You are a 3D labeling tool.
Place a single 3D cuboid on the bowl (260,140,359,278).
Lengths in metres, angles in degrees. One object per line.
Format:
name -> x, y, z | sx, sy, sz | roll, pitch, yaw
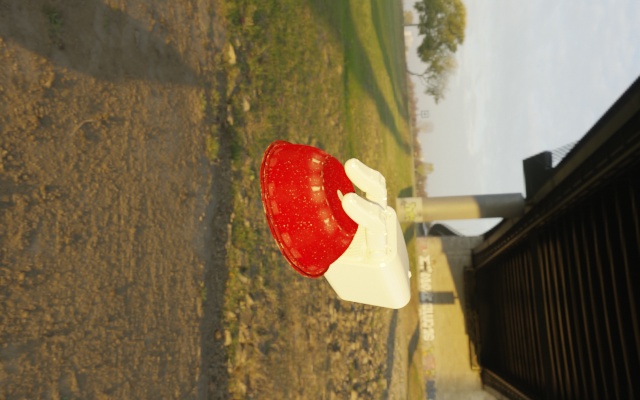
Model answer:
bowl -> 0.000, 0.001, 0.531 | 0.055, 0.162, 0.162 | -17, -7, 24
